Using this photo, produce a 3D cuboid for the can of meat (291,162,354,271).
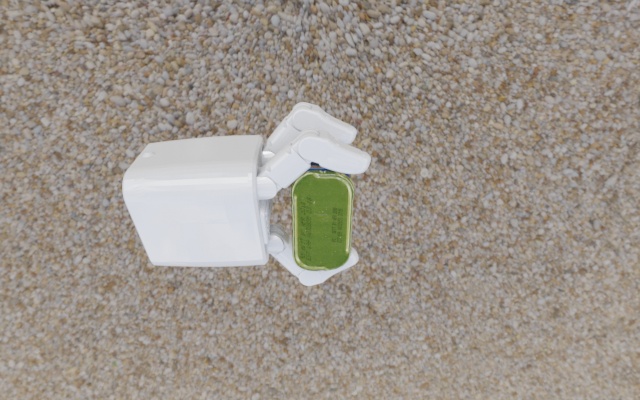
[{"bbox_3d":[0.000,0.002,0.436,0.057,0.102,0.084,-1,28,-1],"label":"can of meat"}]
